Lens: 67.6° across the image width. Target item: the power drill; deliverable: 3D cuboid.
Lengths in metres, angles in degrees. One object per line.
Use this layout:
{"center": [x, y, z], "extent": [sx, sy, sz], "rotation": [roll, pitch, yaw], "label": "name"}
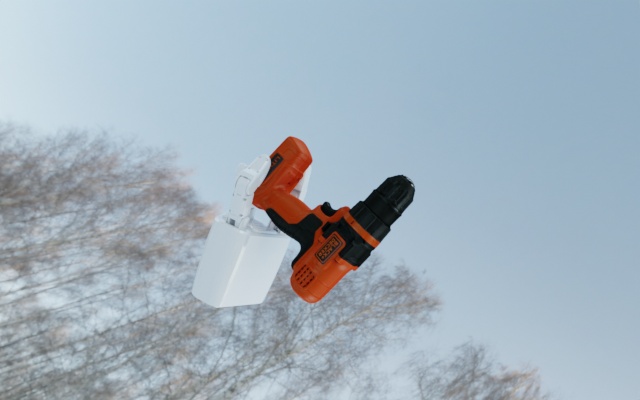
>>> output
{"center": [0.000, 0.002, 0.583], "extent": [0.187, 0.184, 0.057], "rotation": [48, 6, 36], "label": "power drill"}
